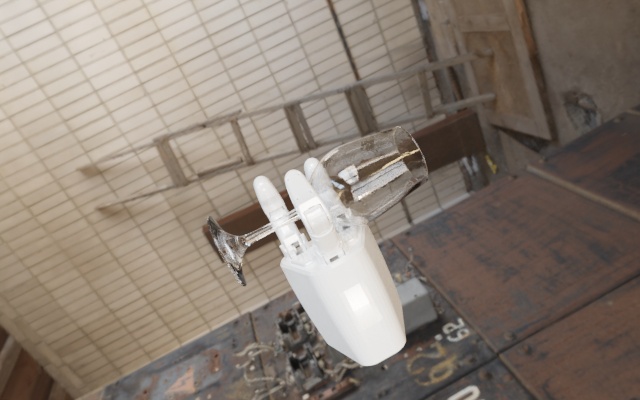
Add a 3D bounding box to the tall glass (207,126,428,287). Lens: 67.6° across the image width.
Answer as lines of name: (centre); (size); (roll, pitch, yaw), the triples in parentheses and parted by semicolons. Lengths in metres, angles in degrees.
tall glass: (-0.001, 0.002, 0.453); (0.201, 0.079, 0.079); (-28, 2, -5)
